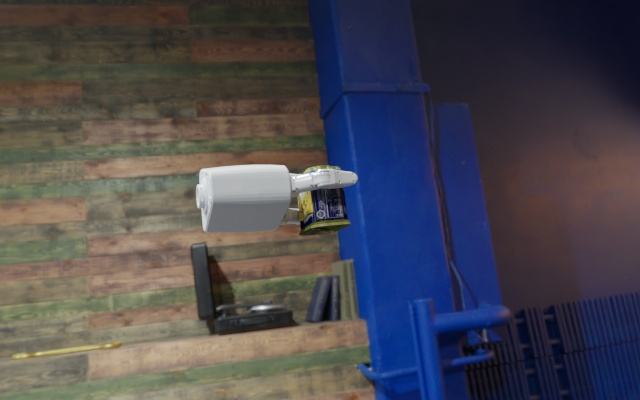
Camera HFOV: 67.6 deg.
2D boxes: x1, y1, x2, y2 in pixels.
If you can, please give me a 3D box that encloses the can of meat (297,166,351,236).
[{"bbox_3d":[0.000,0.002,0.690,0.057,0.084,0.102,-4,-10,-17],"label":"can of meat"}]
